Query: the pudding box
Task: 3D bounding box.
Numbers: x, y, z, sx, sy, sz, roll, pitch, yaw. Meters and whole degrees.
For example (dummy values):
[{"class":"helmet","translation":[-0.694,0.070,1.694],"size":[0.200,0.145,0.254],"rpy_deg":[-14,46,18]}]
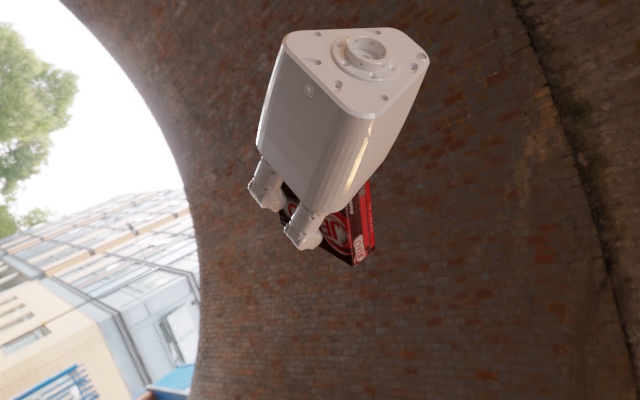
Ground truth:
[{"class":"pudding box","translation":[0.000,0.001,0.468],"size":[0.039,0.090,0.113],"rpy_deg":[-31,40,-29]}]
